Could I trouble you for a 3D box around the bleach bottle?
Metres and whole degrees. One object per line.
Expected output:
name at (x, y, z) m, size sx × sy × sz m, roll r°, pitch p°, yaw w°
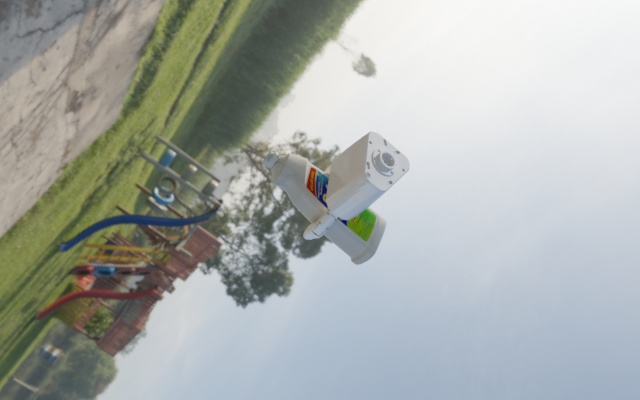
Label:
bleach bottle at (0.000, 0.003, 0.856) m, size 0.251 × 0.102 × 0.068 m, roll 38°, pitch -39°, yaw -12°
